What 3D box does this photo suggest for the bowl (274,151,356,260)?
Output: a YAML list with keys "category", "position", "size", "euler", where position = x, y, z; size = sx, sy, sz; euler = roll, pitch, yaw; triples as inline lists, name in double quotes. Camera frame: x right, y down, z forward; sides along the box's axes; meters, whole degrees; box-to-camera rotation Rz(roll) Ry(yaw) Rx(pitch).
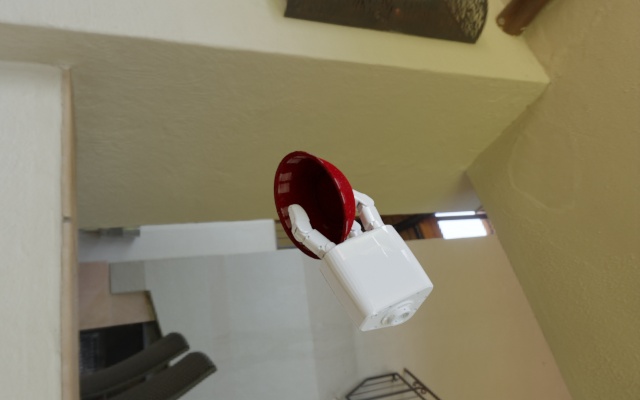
- category: "bowl"
  position: [0.000, 0.001, 0.700]
  size: [0.055, 0.162, 0.162]
  euler: [-20, 12, -38]
